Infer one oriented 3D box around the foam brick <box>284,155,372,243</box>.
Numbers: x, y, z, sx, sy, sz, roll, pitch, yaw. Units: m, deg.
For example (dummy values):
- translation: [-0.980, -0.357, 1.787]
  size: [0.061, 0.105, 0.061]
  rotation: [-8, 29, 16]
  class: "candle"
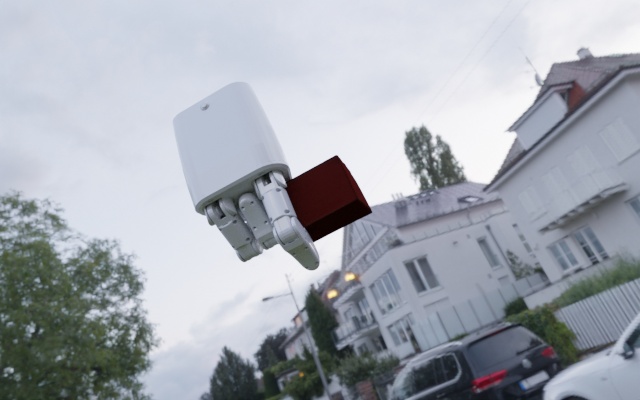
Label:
- translation: [0.000, 0.001, 0.460]
  size: [0.078, 0.051, 0.053]
  rotation: [-27, -23, 10]
  class: "foam brick"
